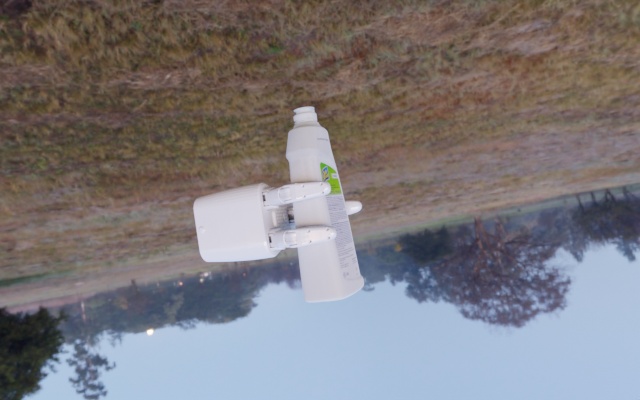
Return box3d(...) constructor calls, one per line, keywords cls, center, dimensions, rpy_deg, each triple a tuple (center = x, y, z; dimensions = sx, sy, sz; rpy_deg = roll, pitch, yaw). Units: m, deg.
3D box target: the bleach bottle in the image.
box3d(cls="bleach bottle", center=(0.000, 0.002, 0.641), dimensions=(0.068, 0.251, 0.102), rpy_deg=(-9, -2, 21))
